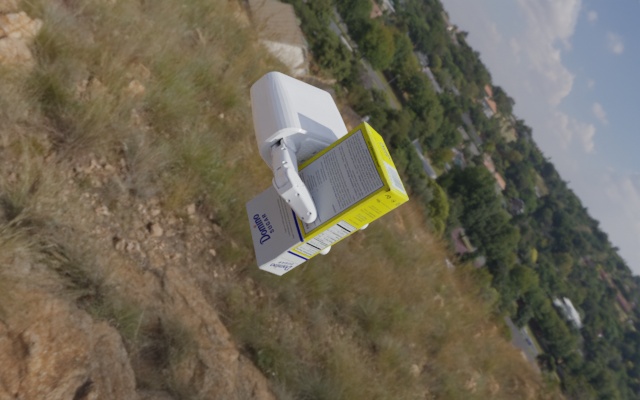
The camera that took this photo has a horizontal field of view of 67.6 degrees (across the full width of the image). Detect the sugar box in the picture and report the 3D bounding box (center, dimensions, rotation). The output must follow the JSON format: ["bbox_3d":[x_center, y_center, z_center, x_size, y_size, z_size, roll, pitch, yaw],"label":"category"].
[{"bbox_3d":[0.000,0.002,0.528,0.176,0.093,0.048,-34,-37,24],"label":"sugar box"}]
